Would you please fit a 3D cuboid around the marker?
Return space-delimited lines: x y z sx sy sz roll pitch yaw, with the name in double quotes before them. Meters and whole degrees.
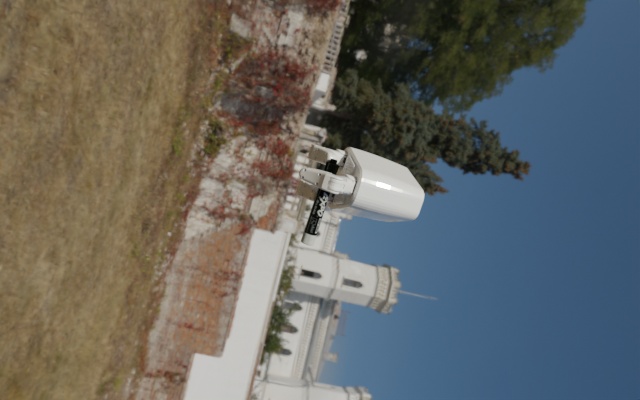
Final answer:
"marker" 0.000 0.002 0.645 0.020 0.121 0.020 18 9 -3
